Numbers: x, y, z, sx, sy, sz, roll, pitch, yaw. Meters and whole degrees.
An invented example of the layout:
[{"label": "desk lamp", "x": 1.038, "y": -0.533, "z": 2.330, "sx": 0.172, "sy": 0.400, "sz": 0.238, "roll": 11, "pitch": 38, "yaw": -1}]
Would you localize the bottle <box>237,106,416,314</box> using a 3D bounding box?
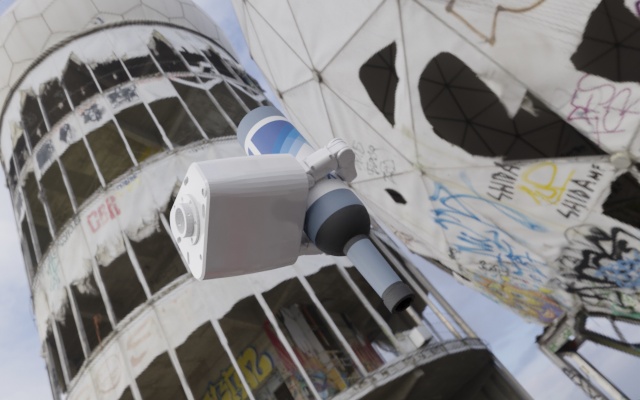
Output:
[{"label": "bottle", "x": 0.000, "y": 0.002, "z": 0.516, "sx": 0.069, "sy": 0.069, "sz": 0.295, "roll": 0, "pitch": 39, "yaw": -41}]
